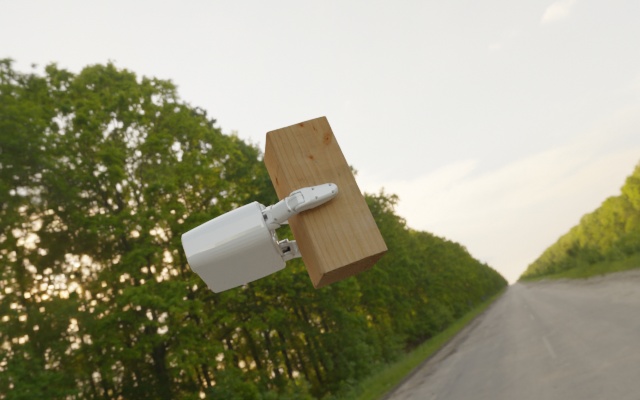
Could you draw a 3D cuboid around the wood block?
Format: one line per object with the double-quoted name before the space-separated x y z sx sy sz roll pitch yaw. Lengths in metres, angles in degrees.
"wood block" 0.000 0.002 0.652 0.090 0.206 0.091 -18 -19 -16
